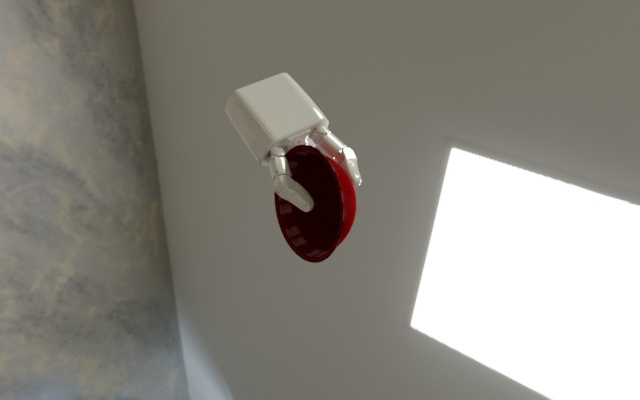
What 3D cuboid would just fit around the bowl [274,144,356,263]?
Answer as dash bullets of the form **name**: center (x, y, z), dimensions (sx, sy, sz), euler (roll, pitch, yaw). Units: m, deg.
- **bowl**: center (0.001, 0.003, 0.664), dimensions (0.055, 0.162, 0.162), euler (-8, 4, -36)
